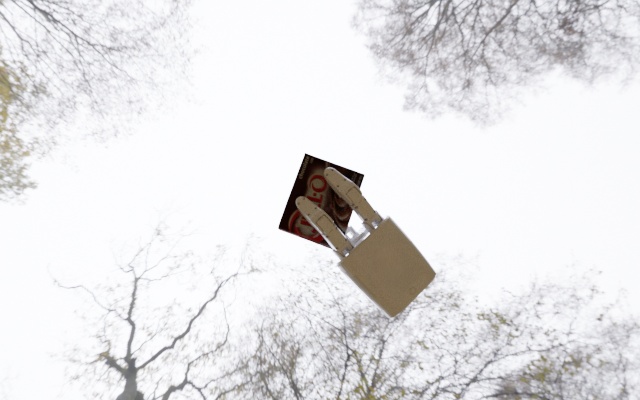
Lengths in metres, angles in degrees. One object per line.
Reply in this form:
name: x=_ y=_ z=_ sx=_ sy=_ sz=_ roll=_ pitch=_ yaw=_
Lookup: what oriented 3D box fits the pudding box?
pudding box: x=0.000 y=0.002 z=0.663 sx=0.090 sy=0.113 sz=0.039 roll=20 pitch=-9 yaw=-5
